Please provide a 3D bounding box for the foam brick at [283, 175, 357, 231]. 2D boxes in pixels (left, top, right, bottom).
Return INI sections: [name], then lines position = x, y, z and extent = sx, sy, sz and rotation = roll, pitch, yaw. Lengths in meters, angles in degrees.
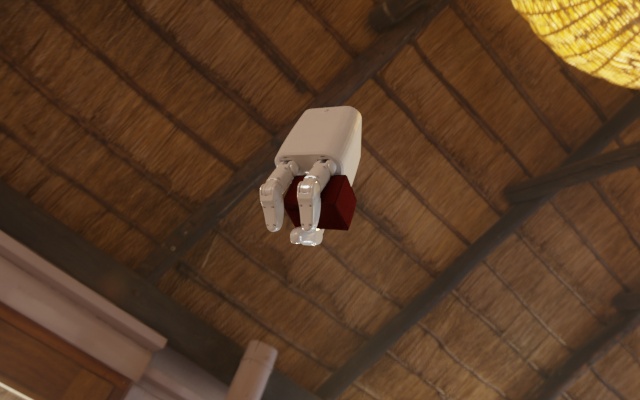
[foam brick]
position = 0.000, 0.002, 0.614
extent = 0.078, 0.051, 0.053
rotation = 1, -41, 27
